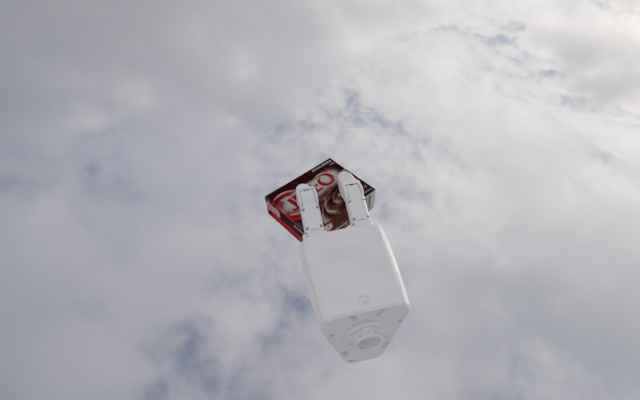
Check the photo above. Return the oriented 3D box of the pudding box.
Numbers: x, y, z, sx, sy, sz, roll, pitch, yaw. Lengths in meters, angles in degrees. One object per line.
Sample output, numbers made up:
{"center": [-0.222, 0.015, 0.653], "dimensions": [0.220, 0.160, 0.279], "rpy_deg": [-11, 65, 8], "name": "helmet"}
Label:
{"center": [0.000, 0.002, 0.609], "dimensions": [0.113, 0.039, 0.090], "rpy_deg": [-31, 50, -27], "name": "pudding box"}
